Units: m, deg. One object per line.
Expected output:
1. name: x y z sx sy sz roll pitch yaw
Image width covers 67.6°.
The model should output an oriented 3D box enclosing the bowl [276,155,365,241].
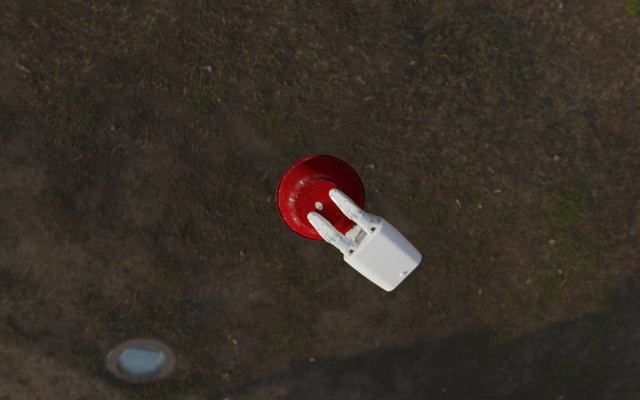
1. bowl: -0.001 0.002 0.837 0.162 0.162 0.055 0 14 0
